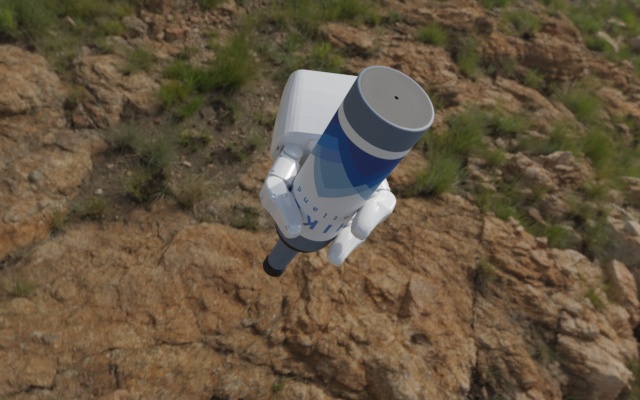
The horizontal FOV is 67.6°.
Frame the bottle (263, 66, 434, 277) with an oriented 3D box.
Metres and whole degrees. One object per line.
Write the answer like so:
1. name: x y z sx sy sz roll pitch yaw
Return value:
1. bottle: 0.000 0.001 0.467 0.069 0.069 0.296 0 -32 -27
